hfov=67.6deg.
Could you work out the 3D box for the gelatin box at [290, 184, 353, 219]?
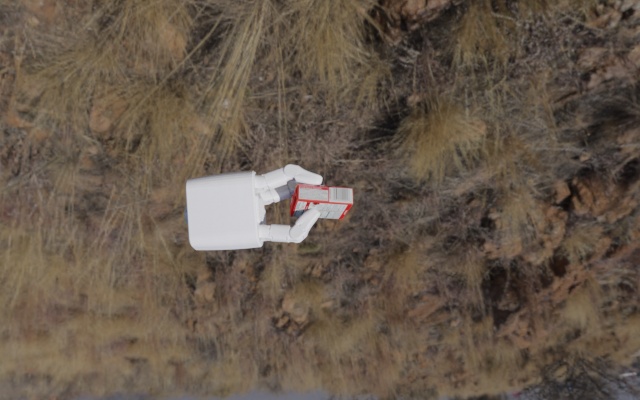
[{"bbox_3d":[0.000,0.003,0.746,0.089,0.030,0.073,4,-22,-9],"label":"gelatin box"}]
